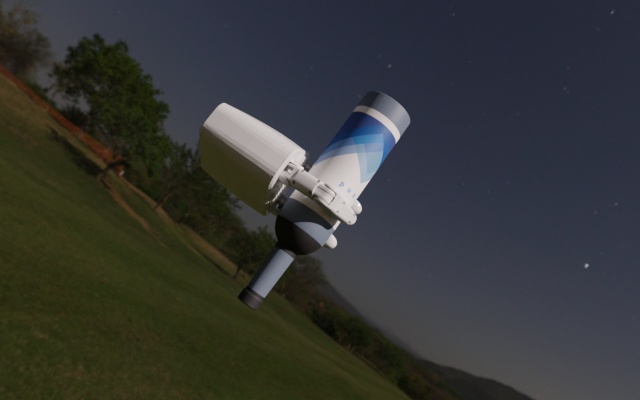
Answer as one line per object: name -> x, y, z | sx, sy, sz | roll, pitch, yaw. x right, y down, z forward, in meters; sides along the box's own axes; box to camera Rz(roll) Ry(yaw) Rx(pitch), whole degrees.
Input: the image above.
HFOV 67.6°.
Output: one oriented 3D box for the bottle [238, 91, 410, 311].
bottle -> 0.000, 0.002, 0.574 | 0.069, 0.295, 0.069 | 34, -11, 7
